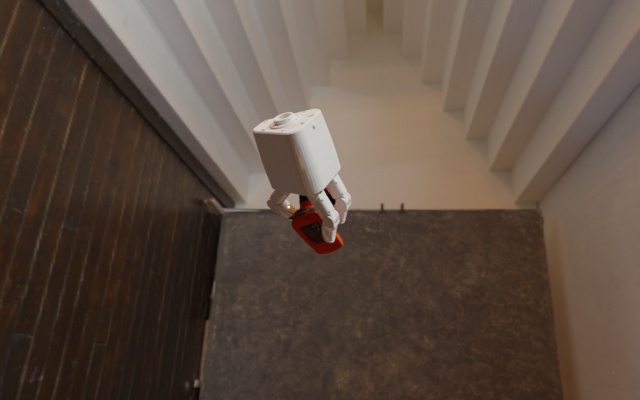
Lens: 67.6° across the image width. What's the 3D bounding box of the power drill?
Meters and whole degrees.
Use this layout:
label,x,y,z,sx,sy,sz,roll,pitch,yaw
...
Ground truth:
label,x,y,z,sx,sy,sz,roll,pitch,yaw
power drill,0.000,0.003,0.876,0.057,0.187,0.184,-24,-48,20
